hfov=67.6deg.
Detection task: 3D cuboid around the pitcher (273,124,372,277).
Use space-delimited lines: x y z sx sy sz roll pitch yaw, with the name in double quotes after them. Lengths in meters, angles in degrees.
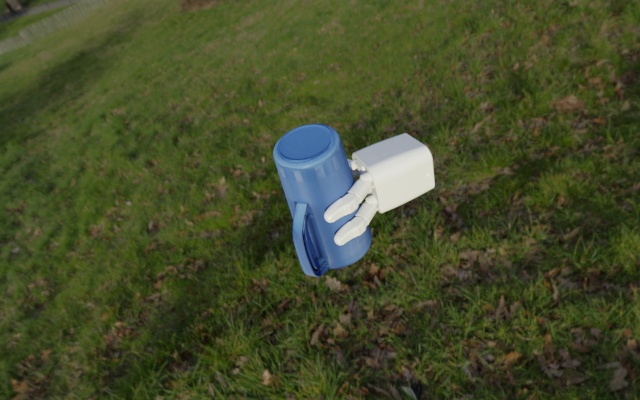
0.000 0.003 0.807 0.145 0.243 0.149 -23 43 -5 "pitcher"
